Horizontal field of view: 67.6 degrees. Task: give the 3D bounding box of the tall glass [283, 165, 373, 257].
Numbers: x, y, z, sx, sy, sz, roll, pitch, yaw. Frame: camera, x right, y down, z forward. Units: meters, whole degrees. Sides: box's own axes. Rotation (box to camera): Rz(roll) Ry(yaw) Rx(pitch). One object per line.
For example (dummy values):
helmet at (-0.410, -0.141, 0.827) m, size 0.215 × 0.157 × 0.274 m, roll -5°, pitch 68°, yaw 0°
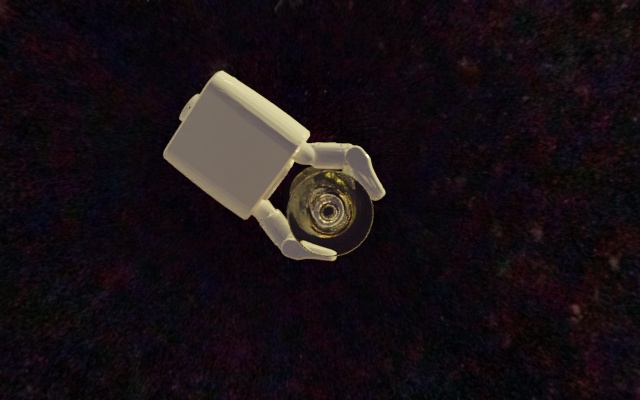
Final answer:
tall glass at (0.000, 0.002, 0.504) m, size 0.079 × 0.079 × 0.201 m, roll 0°, pitch 5°, yaw -5°
